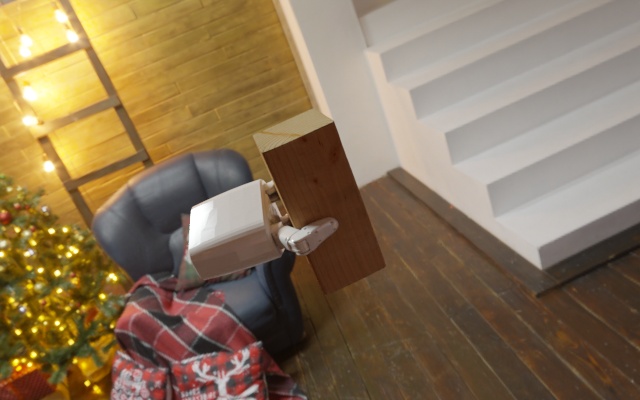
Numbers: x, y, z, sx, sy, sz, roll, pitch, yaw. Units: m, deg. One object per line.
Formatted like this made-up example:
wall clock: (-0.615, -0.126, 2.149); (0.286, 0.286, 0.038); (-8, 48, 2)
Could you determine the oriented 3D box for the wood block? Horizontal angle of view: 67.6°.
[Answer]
wood block: (0.000, 0.002, 0.606); (0.090, 0.206, 0.090); (-25, 25, -5)
